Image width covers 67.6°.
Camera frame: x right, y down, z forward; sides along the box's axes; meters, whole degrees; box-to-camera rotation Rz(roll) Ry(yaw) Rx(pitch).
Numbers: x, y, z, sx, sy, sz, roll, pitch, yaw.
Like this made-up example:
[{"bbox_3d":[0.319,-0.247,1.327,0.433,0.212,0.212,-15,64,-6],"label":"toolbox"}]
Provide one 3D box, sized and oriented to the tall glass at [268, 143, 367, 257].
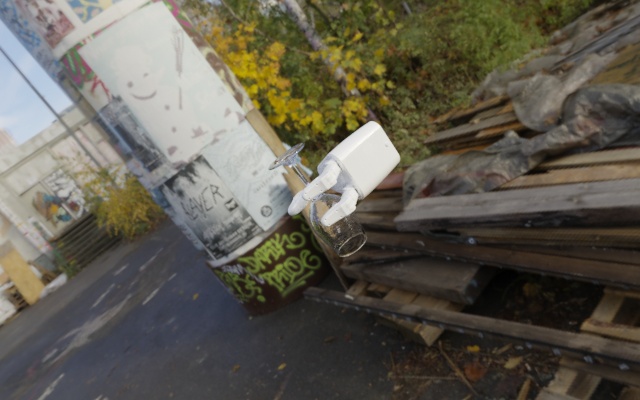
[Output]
[{"bbox_3d":[0.000,0.002,0.818,0.079,0.201,0.079,-33,16,11],"label":"tall glass"}]
